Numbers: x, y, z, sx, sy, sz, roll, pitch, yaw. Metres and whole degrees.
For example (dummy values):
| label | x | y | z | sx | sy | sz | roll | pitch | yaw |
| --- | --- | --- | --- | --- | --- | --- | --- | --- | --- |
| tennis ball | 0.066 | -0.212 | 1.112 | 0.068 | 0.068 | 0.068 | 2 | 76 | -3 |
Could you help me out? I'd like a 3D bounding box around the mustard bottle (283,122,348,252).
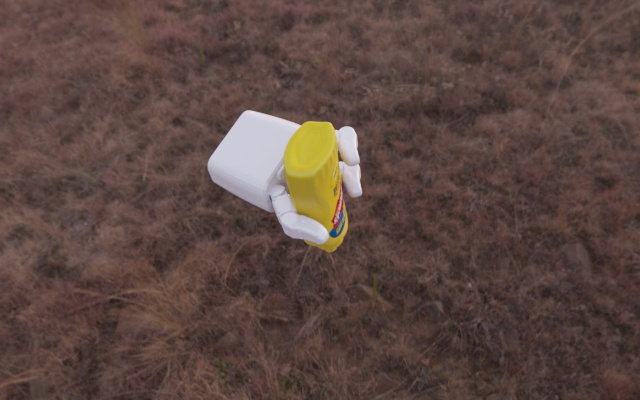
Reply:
| label | x | y | z | sx | sy | sz | roll | pitch | yaw |
| --- | --- | --- | --- | --- | --- | --- | --- | --- | --- |
| mustard bottle | 0.000 | 0.002 | 0.603 | 0.058 | 0.096 | 0.192 | 3 | -42 | 13 |
